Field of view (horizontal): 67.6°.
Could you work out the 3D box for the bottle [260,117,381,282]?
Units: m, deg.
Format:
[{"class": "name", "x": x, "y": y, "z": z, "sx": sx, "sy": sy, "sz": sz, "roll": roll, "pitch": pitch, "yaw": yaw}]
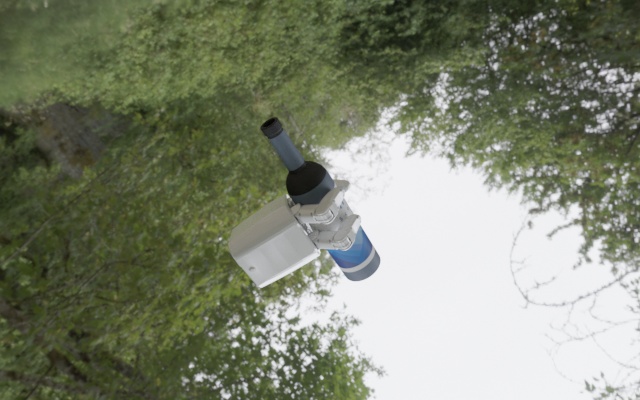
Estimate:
[{"class": "bottle", "x": 0.000, "y": 0.002, "z": 0.713, "sx": 0.069, "sy": 0.296, "sz": 0.069, "roll": -24, "pitch": 32, "yaw": 16}]
